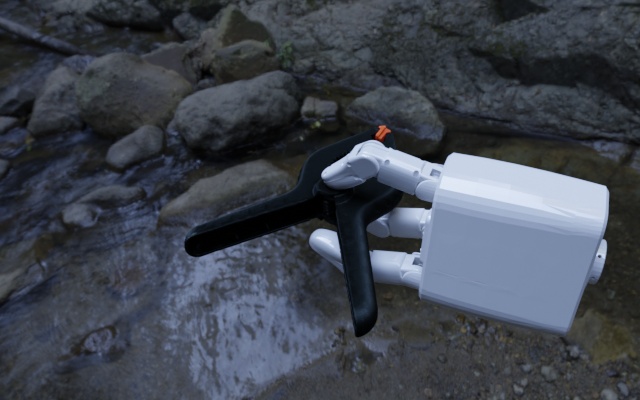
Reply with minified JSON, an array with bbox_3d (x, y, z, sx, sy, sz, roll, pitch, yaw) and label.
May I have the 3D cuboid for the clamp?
[{"bbox_3d":[0.000,0.000,0.403,0.164,0.036,0.210,16,47,19],"label":"clamp"}]
